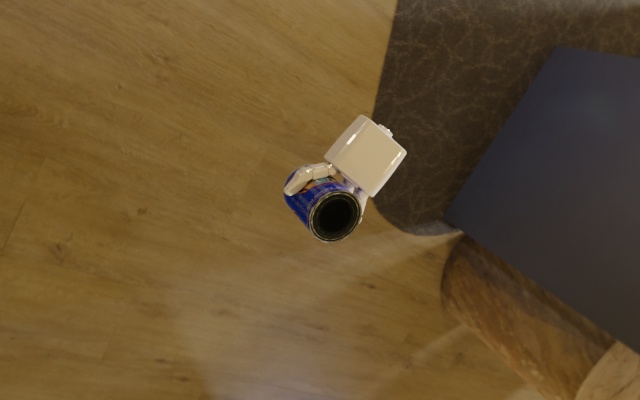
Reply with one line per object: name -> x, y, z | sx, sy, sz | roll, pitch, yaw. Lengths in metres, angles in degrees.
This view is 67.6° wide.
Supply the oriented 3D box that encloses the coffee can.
coffee can -> 0.000, 0.003, 0.889 | 0.103, 0.103, 0.140 | 0, 23, -25
